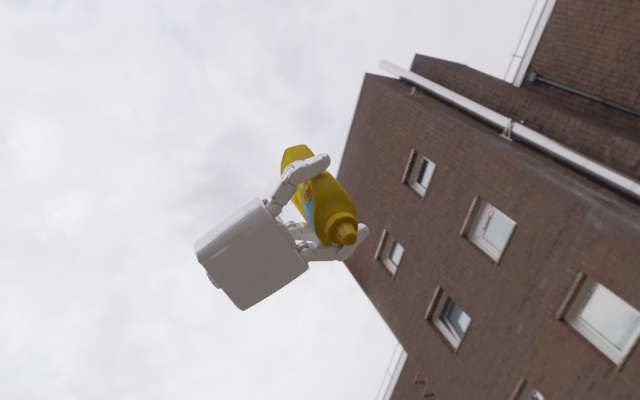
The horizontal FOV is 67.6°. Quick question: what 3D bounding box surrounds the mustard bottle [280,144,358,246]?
[{"bbox_3d":[0.000,0.002,0.637,0.058,0.096,0.191,-14,33,-16],"label":"mustard bottle"}]
